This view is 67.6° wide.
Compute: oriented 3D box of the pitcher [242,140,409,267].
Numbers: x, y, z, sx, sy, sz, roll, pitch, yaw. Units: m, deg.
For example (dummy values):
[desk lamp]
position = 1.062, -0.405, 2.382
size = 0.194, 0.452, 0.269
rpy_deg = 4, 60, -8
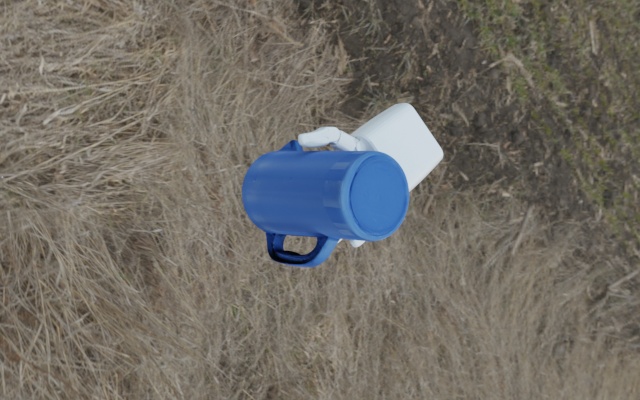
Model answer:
[pitcher]
position = 0.000, 0.002, 0.657
size = 0.145, 0.149, 0.243
rpy_deg = -36, 21, -28
